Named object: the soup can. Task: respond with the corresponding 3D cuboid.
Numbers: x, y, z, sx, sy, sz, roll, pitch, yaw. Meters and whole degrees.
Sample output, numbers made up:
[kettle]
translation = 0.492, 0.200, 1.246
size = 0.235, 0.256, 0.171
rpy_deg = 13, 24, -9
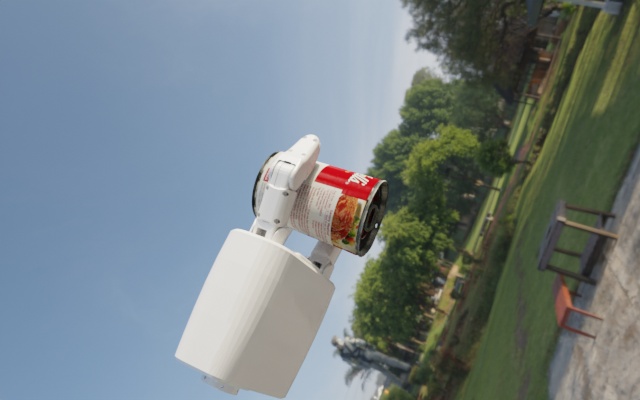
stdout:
[soup can]
translation = 0.000, 0.001, 0.419
size = 0.102, 0.068, 0.068
rpy_deg = 18, 6, 19
